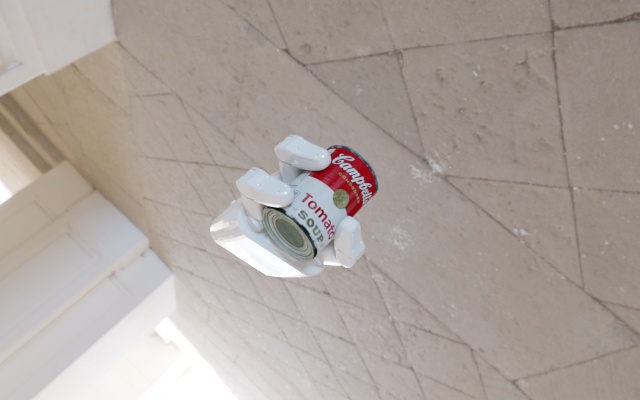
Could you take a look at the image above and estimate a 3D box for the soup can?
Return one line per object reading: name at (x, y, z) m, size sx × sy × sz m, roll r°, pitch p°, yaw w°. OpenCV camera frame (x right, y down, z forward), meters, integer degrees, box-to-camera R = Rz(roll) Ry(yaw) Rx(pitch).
soup can at (0.000, 0.002, 0.465) m, size 0.102 × 0.068 × 0.068 m, roll -45°, pitch 26°, yaw -29°
